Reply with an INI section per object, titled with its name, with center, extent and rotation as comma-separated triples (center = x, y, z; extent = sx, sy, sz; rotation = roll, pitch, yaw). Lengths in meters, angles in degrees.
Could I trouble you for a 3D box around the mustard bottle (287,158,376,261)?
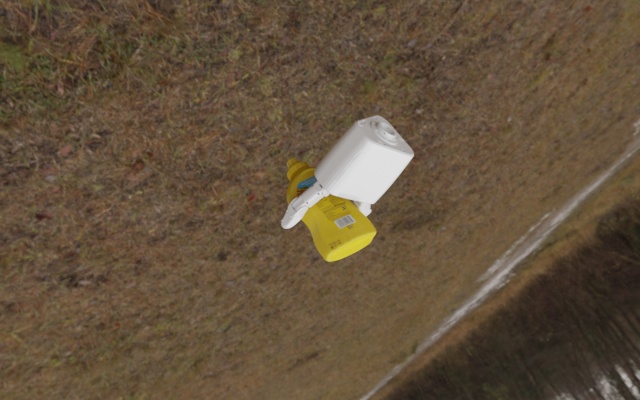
[mustard bottle]
center = 0.000, 0.003, 0.779
extent = 0.096, 0.191, 0.058
rotation = -22, -27, -29
